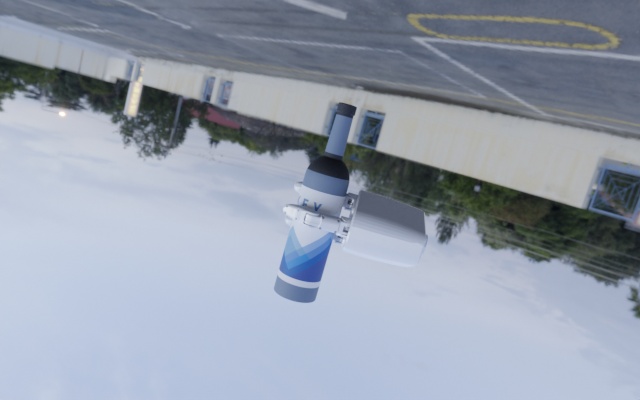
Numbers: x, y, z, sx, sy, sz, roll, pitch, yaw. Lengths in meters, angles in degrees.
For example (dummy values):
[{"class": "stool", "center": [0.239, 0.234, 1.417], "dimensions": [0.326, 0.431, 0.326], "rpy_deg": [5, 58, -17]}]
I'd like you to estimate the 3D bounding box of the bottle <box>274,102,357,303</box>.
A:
[{"class": "bottle", "center": [0.000, 0.003, 0.708], "dimensions": [0.069, 0.296, 0.069], "rpy_deg": [15, 8, -2]}]
